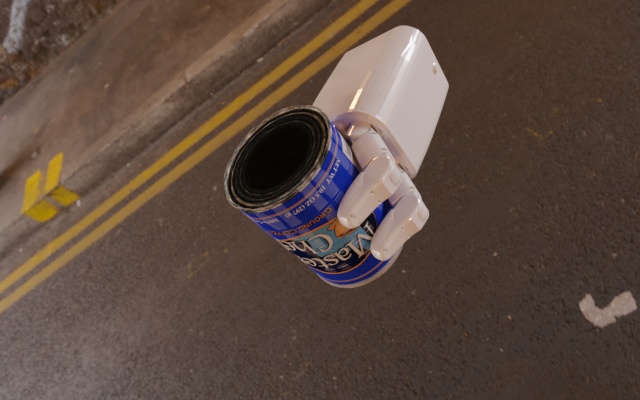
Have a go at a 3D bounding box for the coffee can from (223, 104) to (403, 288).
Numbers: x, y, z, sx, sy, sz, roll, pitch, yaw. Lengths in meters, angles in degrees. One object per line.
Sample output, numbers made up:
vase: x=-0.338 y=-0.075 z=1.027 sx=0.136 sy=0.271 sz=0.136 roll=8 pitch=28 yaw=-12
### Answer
coffee can: x=0.000 y=0.002 z=0.418 sx=0.103 sy=0.102 sz=0.140 roll=0 pitch=-32 yaw=38
